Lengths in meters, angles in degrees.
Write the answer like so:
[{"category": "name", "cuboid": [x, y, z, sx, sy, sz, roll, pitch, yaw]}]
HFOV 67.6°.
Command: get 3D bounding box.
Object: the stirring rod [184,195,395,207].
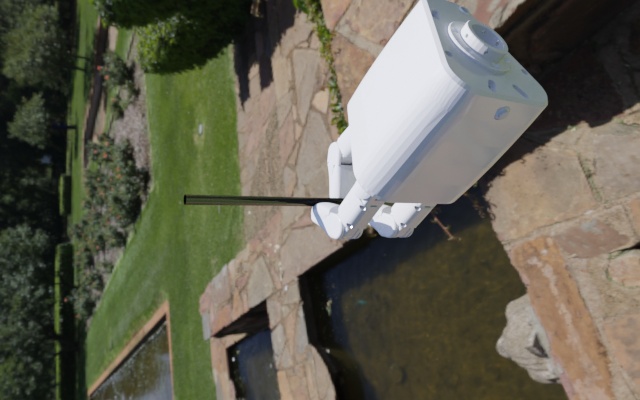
[{"category": "stirring rod", "cuboid": [0.000, 0.001, 0.425, 0.239, 0.011, 0.011, 1, -1, -31]}]
